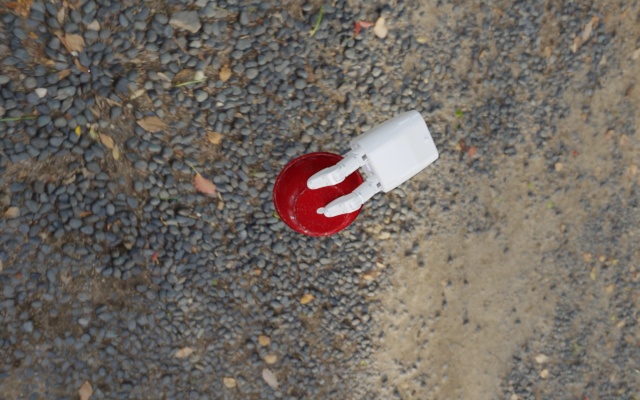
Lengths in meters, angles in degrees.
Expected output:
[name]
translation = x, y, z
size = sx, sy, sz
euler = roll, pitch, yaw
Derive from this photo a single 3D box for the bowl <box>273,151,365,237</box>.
[bowl]
translation = -0.001, 0.004, 0.800
size = 0.162, 0.162, 0.055
euler = 0, 27, -5
